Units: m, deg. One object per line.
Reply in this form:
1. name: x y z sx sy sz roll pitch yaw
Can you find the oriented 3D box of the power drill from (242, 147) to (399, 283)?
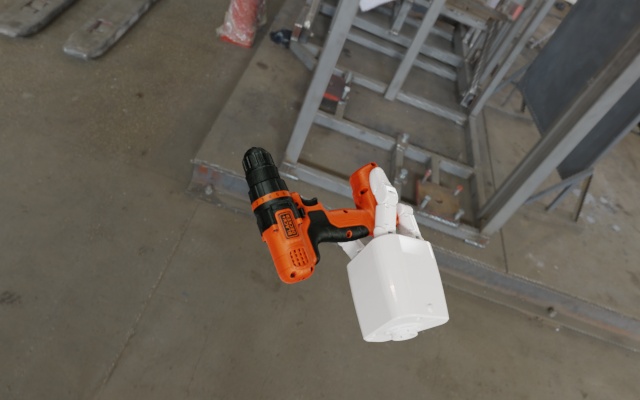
1. power drill: 0.001 0.002 0.639 0.187 0.184 0.057 -13 -15 -27
